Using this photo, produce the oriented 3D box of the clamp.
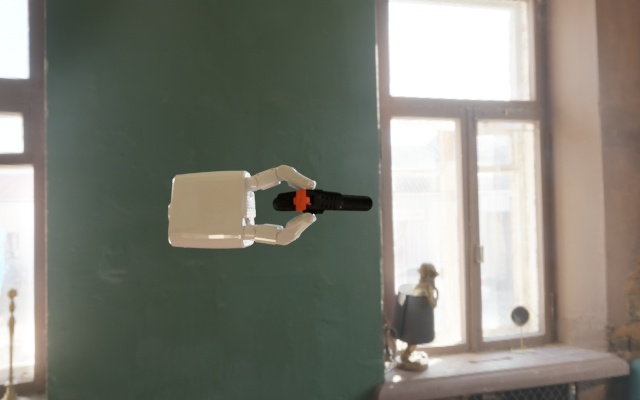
[{"bbox_3d":[0.000,0.001,0.701,0.164,0.036,0.210,-1,-2,2],"label":"clamp"}]
